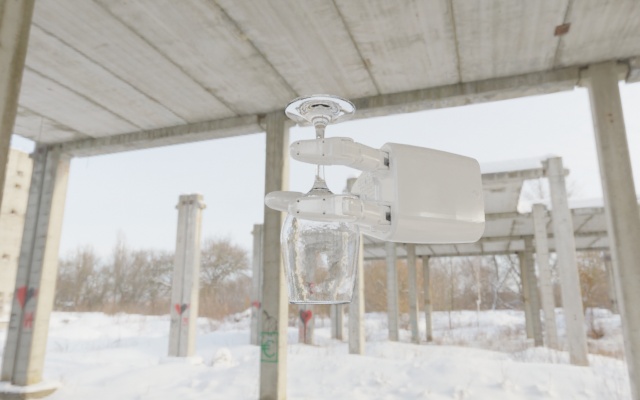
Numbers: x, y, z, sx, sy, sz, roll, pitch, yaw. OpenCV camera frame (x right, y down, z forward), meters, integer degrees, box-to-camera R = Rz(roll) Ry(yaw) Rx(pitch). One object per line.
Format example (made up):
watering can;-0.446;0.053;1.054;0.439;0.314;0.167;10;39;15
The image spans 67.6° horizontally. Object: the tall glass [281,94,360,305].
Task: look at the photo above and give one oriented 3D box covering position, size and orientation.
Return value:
tall glass;0.000;0.001;0.479;0.079;0.201;0.079;0;-14;0
